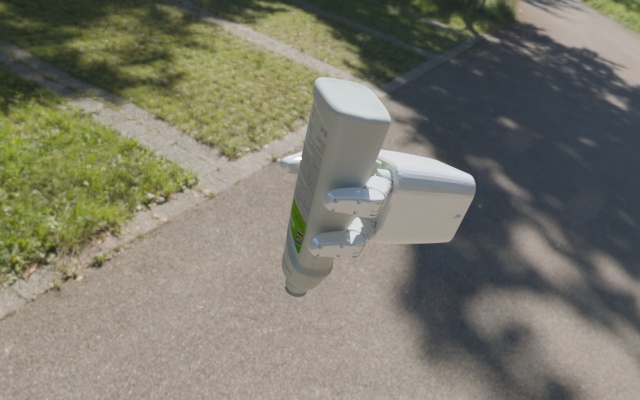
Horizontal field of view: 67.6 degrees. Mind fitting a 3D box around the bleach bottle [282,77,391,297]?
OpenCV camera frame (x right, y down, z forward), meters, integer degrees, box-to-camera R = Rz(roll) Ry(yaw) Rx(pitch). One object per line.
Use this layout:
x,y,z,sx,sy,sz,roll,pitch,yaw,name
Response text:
0.000,0.002,0.529,0.068,0.251,0.102,6,33,-19,bleach bottle
